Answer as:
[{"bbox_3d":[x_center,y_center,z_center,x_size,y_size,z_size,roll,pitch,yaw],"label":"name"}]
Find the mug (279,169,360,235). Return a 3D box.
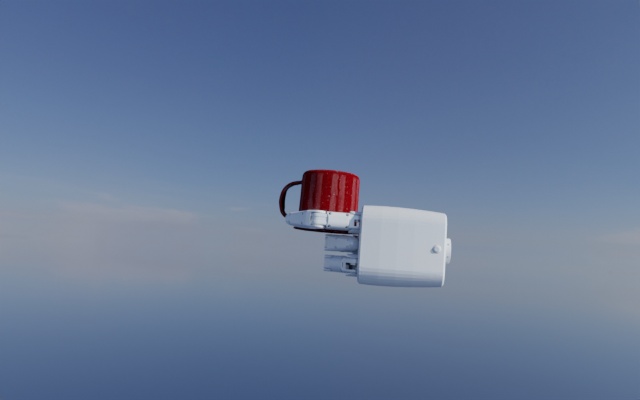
[{"bbox_3d":[-0.001,0.002,0.670,0.117,0.081,0.093,4,-6,7],"label":"mug"}]
